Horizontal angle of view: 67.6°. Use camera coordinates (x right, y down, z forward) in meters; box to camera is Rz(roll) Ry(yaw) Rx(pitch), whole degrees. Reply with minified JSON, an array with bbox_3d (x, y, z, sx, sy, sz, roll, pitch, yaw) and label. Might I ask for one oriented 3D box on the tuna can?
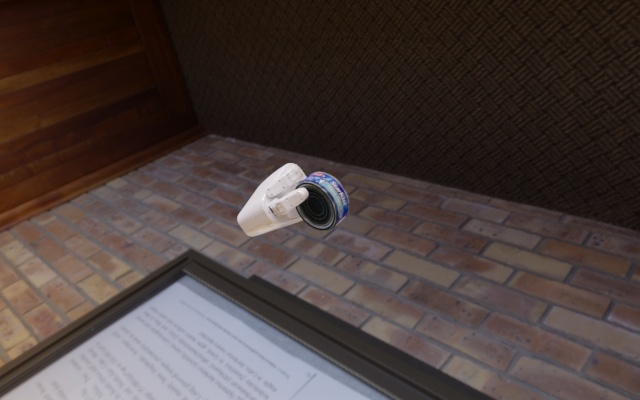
[{"bbox_3d":[0.000,0.003,0.718,0.086,0.086,0.033,0,26,43],"label":"tuna can"}]
